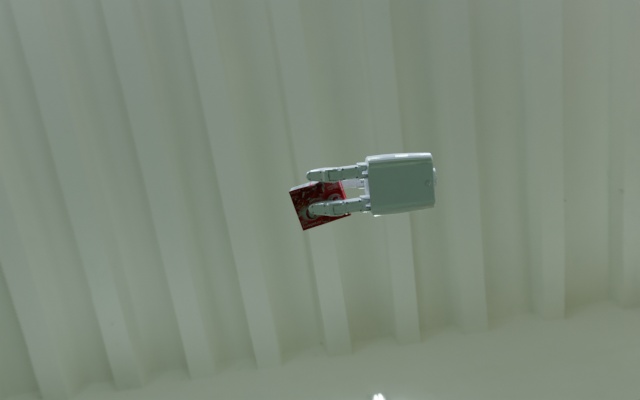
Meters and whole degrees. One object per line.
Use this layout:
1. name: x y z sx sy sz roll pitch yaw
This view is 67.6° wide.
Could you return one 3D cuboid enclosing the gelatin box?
1. gelatin box: 0.000 0.003 0.811 0.089 0.073 0.030 -18 11 11
